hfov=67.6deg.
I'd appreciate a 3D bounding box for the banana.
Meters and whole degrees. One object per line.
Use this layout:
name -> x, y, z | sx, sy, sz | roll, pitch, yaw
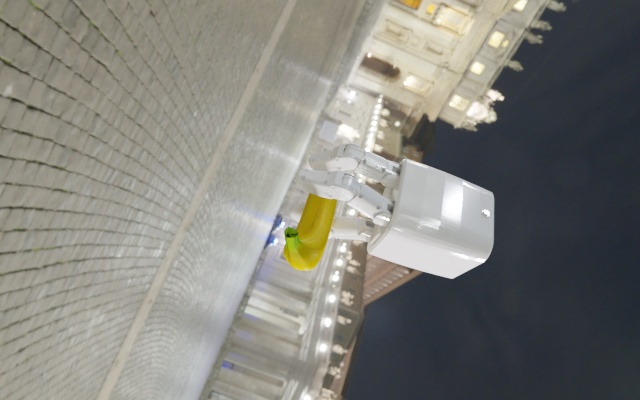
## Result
banana -> -0.005, 0.019, 0.503 | 0.037, 0.070, 0.197 | 16, 26, 3
